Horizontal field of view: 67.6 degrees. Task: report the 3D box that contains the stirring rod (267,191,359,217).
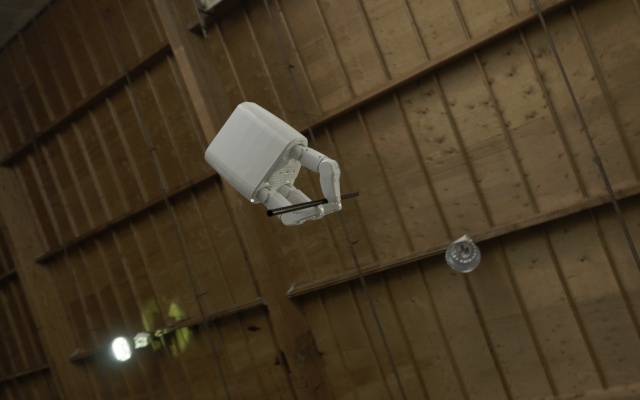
[{"bbox_3d":[0.000,0.002,0.632,0.011,0.011,0.239,0,6,28],"label":"stirring rod"}]
